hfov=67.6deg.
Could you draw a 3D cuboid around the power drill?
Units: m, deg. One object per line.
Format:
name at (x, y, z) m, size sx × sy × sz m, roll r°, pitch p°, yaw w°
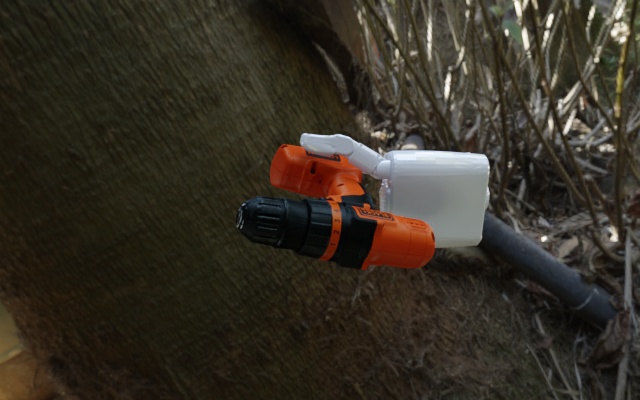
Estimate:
power drill at (0.000, 0.001, 0.481) m, size 0.184 × 0.057 × 0.187 m, roll 12°, pitch 22°, yaw -20°
